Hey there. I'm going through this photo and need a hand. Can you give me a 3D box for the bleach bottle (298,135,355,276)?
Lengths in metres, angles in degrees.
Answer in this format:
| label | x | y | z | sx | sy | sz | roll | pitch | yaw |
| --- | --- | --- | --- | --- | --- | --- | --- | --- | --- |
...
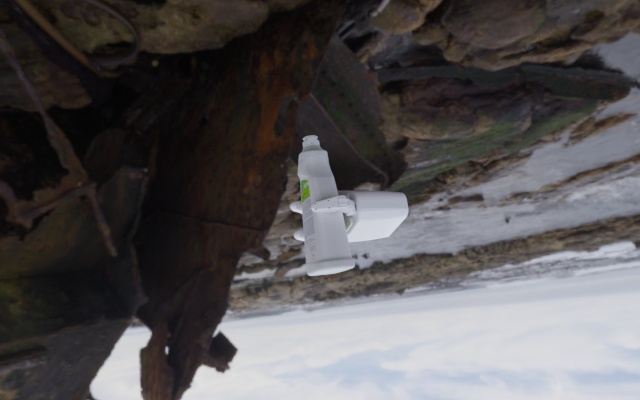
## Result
| label | x | y | z | sx | sy | sz | roll | pitch | yaw |
| --- | --- | --- | --- | --- | --- | --- | --- | --- | --- |
| bleach bottle | 0.000 | 0.003 | 0.852 | 0.068 | 0.250 | 0.102 | -2 | -14 | -22 |
